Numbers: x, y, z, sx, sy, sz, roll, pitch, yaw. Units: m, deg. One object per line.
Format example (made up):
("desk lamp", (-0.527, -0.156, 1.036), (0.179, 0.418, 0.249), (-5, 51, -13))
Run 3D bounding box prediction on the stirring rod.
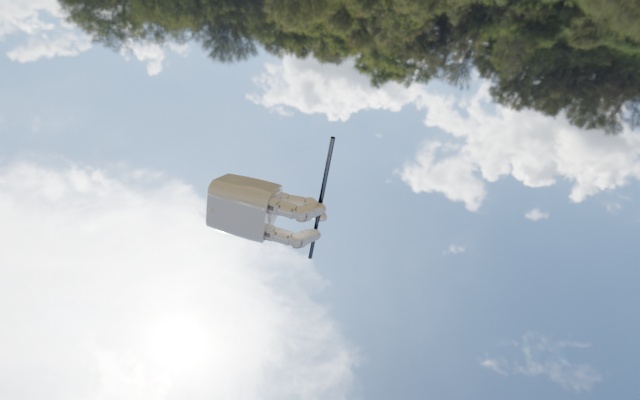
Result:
("stirring rod", (0.000, 0.003, 0.814), (0.011, 0.240, 0.011), (8, 30, -5))
